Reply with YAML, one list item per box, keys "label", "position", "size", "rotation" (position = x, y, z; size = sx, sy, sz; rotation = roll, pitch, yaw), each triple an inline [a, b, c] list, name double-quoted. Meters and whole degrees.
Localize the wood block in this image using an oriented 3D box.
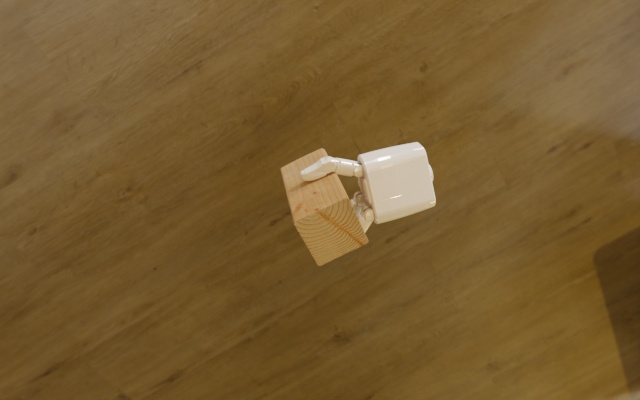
- label: "wood block"
  position: [0.000, 0.002, 0.801]
  size: [0.090, 0.091, 0.206]
  rotation: [-26, 28, 2]
